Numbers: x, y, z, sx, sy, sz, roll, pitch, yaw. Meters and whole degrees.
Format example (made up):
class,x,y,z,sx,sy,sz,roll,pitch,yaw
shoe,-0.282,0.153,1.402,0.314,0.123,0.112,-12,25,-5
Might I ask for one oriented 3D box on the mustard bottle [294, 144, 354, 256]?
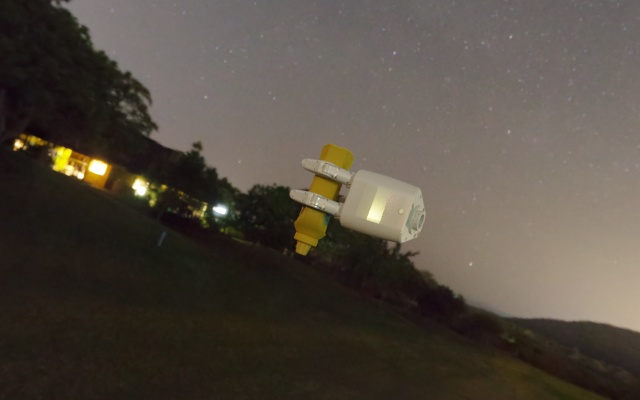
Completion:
class,x,y,z,sx,sy,sz,roll,pitch,yaw
mustard bottle,0.000,0.002,0.826,0.058,0.191,0.096,20,-5,2
